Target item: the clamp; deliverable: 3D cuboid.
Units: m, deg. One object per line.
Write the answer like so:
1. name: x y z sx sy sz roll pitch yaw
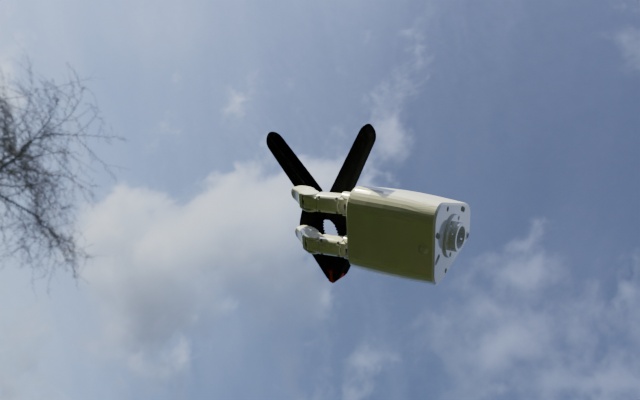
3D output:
1. clamp: 0.001 0.002 0.619 0.164 0.210 0.036 11 22 37
